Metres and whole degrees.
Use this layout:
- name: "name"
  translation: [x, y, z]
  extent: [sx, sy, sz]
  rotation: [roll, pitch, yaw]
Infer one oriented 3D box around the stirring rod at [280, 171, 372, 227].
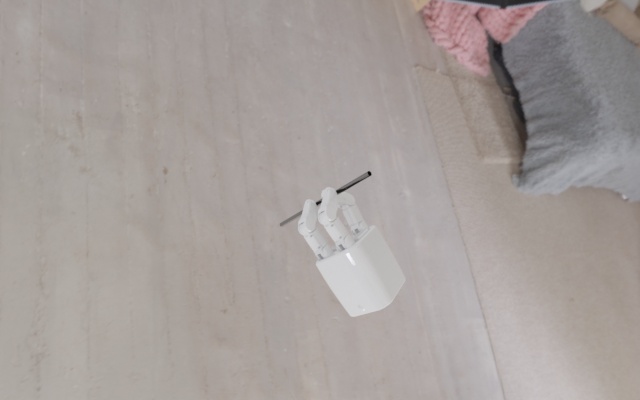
- name: "stirring rod"
  translation: [0.000, 0.003, 0.775]
  extent: [0.011, 0.011, 0.239]
  rotation: [0, -20, -39]
